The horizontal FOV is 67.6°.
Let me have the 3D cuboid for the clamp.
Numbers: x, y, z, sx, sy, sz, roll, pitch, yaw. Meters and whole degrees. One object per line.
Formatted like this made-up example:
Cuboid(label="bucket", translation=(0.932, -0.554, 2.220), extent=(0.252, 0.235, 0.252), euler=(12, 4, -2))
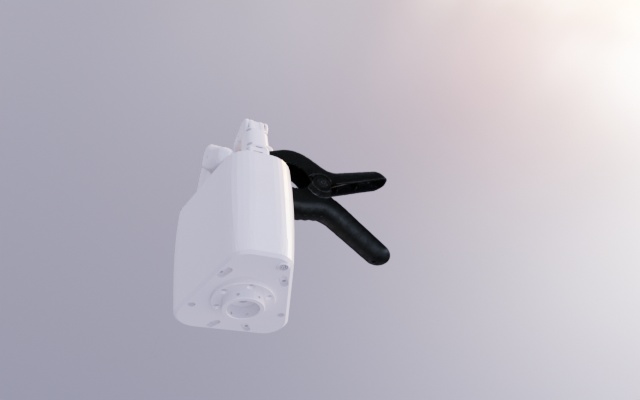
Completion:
Cuboid(label="clamp", translation=(0.000, 0.001, 0.477), extent=(0.171, 0.120, 0.039), euler=(12, -48, -21))
